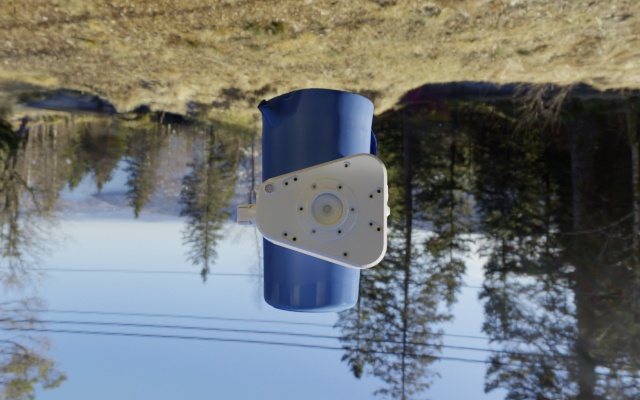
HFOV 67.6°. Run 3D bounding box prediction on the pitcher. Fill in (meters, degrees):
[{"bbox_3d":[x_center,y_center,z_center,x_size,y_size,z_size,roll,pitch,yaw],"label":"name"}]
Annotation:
[{"bbox_3d":[0.000,0.002,0.564,0.149,0.243,0.145,2,-4,-2],"label":"pitcher"}]
